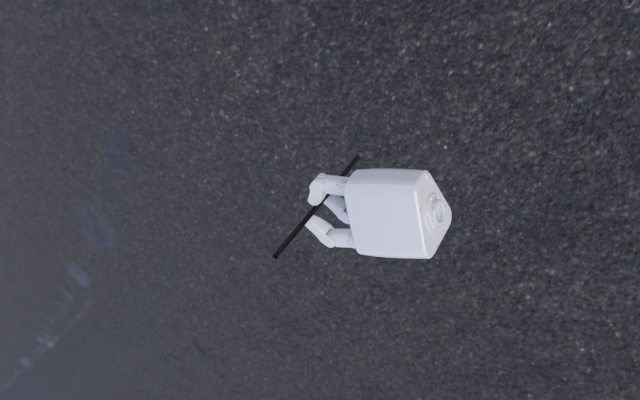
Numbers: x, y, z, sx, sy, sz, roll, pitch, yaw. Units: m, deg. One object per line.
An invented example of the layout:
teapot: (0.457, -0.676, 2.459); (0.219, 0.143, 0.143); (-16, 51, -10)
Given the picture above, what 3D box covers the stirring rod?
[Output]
stirring rod: (0.000, 0.002, 0.714); (0.011, 0.011, 0.239); (0, 38, 40)
